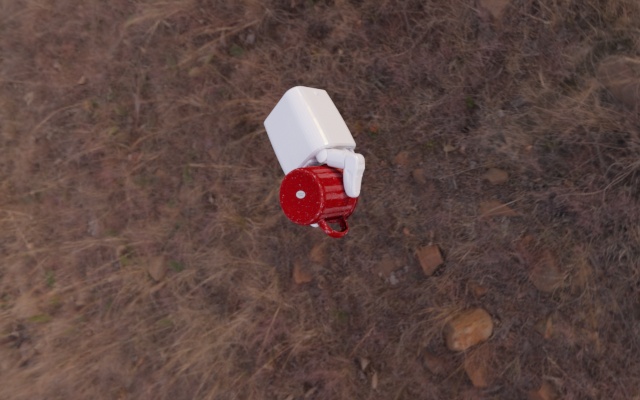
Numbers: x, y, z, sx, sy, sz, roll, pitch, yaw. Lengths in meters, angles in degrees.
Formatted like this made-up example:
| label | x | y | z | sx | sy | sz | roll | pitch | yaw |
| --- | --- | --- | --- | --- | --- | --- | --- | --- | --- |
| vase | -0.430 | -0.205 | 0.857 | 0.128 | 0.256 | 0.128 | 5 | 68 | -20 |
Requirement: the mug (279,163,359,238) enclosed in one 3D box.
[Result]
| label | x | y | z | sx | sy | sz | roll | pitch | yaw |
| --- | --- | --- | --- | --- | --- | --- | --- | --- | --- |
| mug | 0.001 | 0.004 | 0.686 | 0.093 | 0.117 | 0.081 | -36 | -16 | 33 |
